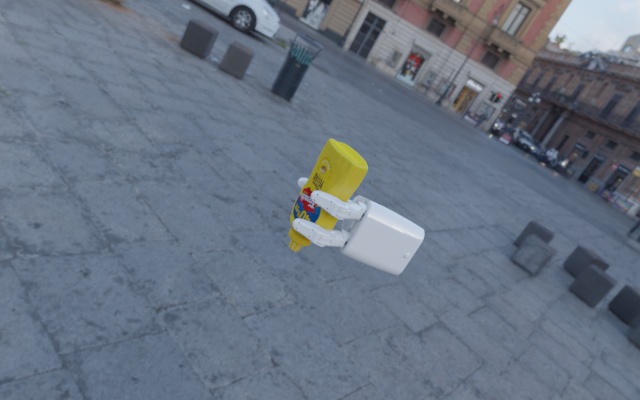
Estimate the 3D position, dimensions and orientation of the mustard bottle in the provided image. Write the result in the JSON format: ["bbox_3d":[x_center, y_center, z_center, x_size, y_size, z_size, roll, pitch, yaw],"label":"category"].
[{"bbox_3d":[0.000,0.002,0.772,0.058,0.192,0.096,15,24,-35],"label":"mustard bottle"}]
